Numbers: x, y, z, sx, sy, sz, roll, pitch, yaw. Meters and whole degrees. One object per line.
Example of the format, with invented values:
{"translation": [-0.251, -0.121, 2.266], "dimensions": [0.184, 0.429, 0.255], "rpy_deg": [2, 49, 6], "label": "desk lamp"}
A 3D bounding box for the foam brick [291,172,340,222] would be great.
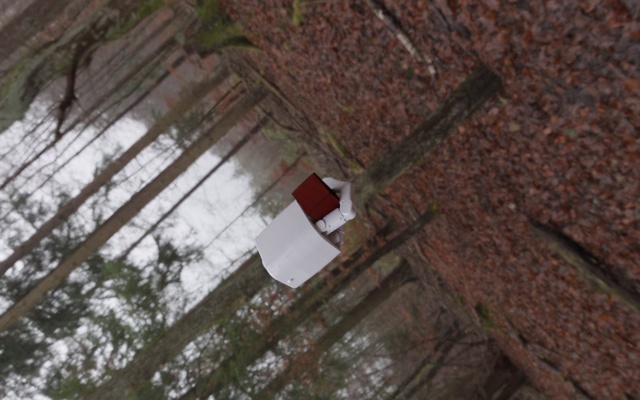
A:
{"translation": [0.000, 0.002, 0.776], "dimensions": [0.051, 0.053, 0.078], "rpy_deg": [-41, -35, 5], "label": "foam brick"}
